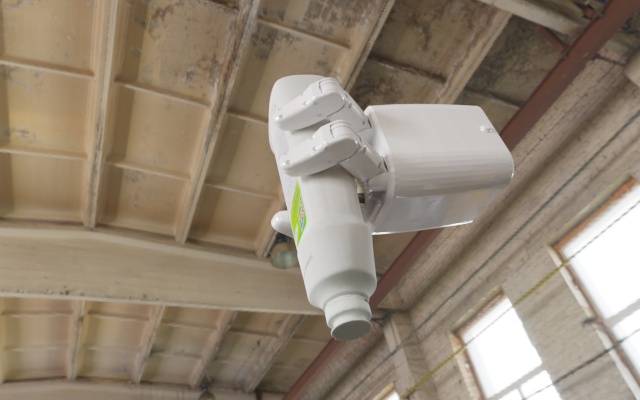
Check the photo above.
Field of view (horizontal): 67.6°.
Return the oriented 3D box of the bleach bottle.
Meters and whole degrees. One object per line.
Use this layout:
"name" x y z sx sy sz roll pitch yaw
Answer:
"bleach bottle" 0.000 0.001 0.407 0.068 0.250 0.103 -4 -42 -9
